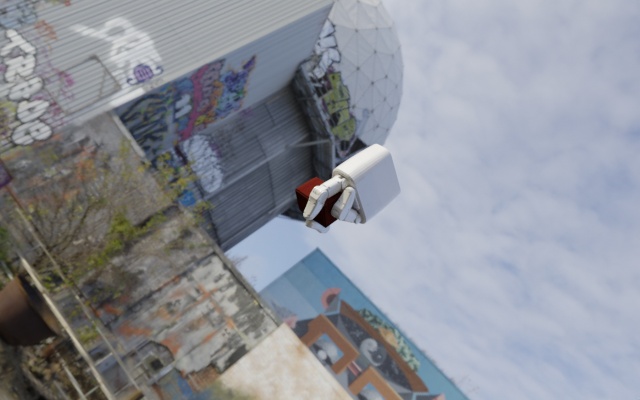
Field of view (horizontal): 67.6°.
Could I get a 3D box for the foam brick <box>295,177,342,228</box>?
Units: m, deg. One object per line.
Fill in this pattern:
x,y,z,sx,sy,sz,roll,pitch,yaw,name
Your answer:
0.000,0.003,0.876,0.051,0.053,0.078,-35,49,-27,foam brick
